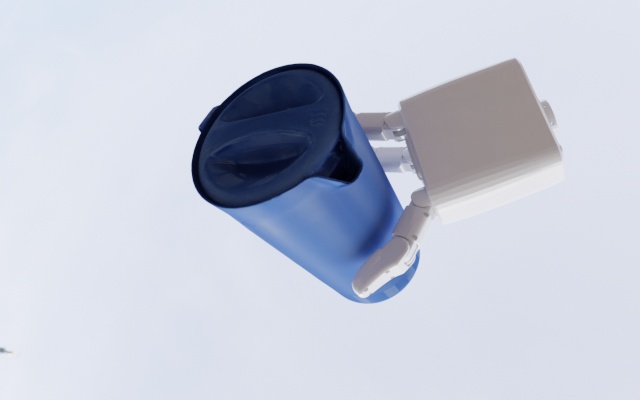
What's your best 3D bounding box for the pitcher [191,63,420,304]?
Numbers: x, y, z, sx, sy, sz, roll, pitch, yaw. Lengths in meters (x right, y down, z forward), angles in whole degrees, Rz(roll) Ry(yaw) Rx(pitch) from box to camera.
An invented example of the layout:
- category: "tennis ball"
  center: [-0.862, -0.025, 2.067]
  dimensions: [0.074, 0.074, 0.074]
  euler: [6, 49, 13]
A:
- category: "pitcher"
  center: [0.000, 0.001, 0.445]
  dimensions: [0.145, 0.149, 0.243]
  euler: [-23, -39, 15]
